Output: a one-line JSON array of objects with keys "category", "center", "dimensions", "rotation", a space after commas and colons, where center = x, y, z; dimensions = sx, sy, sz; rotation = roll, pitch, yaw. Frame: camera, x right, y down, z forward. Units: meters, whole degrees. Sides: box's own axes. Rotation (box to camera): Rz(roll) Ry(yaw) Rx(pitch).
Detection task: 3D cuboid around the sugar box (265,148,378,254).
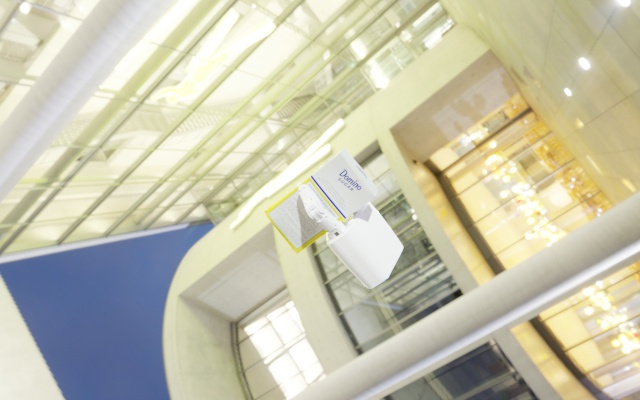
[{"category": "sugar box", "center": [0.000, 0.003, 0.796], "dimensions": [0.176, 0.093, 0.048], "rotation": [-37, 5, 21]}]
